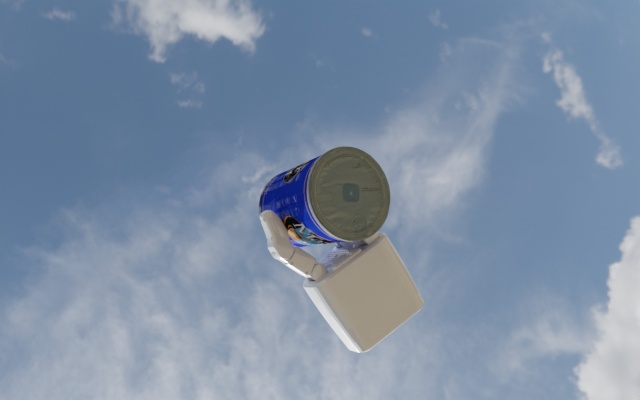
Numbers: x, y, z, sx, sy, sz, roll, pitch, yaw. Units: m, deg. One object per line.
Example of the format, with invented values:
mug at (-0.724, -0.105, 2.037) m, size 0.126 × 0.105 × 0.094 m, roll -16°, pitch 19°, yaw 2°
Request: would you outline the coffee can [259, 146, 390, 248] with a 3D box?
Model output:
coffee can at (0.000, 0.002, 0.567) m, size 0.103 × 0.103 × 0.140 m, roll 0°, pitch -8°, yaw -29°
